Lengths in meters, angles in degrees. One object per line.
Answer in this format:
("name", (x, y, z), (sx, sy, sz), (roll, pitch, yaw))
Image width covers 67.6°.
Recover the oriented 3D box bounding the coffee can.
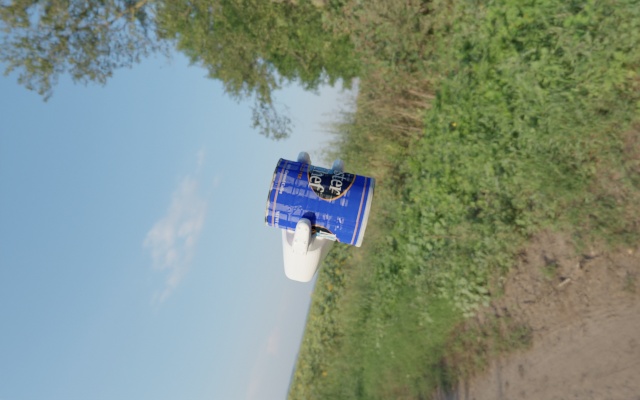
("coffee can", (0.000, 0.002, 0.694), (0.140, 0.103, 0.103), (13, 0, 2))
